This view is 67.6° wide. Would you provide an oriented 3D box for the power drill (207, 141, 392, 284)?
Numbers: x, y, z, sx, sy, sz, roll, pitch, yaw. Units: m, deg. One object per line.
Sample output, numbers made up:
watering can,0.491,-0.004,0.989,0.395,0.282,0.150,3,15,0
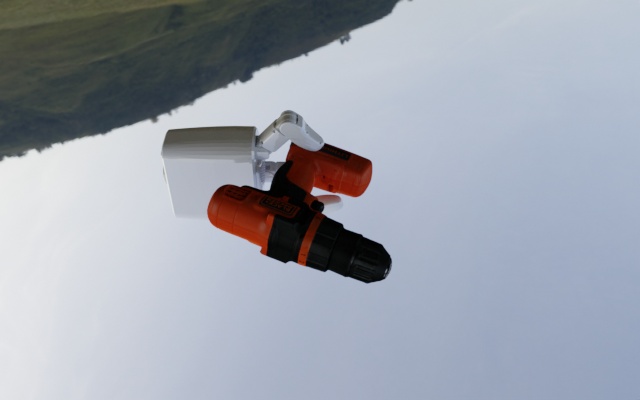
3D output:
power drill,0.000,0.002,0.511,0.184,0.057,0.187,22,30,8
